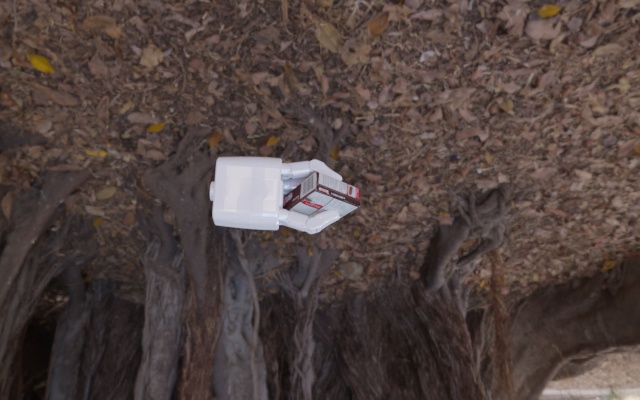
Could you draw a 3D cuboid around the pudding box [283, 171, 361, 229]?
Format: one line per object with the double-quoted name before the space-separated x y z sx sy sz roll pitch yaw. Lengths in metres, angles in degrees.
"pudding box" 0.000 0.003 0.802 0.090 0.039 0.113 20 -31 -27
